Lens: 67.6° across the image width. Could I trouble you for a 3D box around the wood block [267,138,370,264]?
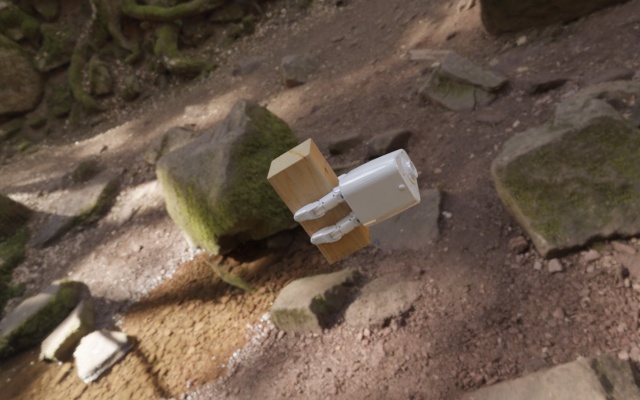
[{"bbox_3d":[0.000,0.002,0.883,0.090,0.206,0.090,-29,22,14],"label":"wood block"}]
